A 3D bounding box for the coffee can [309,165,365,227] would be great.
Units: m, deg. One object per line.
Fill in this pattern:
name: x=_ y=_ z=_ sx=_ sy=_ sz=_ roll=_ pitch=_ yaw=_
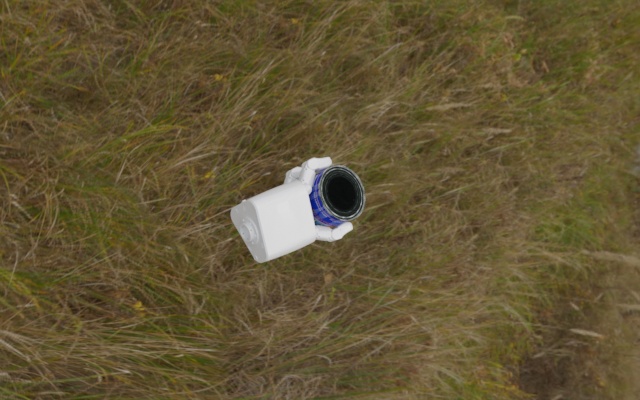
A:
coffee can: x=0.000 y=0.003 z=0.892 sx=0.103 sy=0.102 sz=0.140 roll=0 pitch=-14 yaw=-36
